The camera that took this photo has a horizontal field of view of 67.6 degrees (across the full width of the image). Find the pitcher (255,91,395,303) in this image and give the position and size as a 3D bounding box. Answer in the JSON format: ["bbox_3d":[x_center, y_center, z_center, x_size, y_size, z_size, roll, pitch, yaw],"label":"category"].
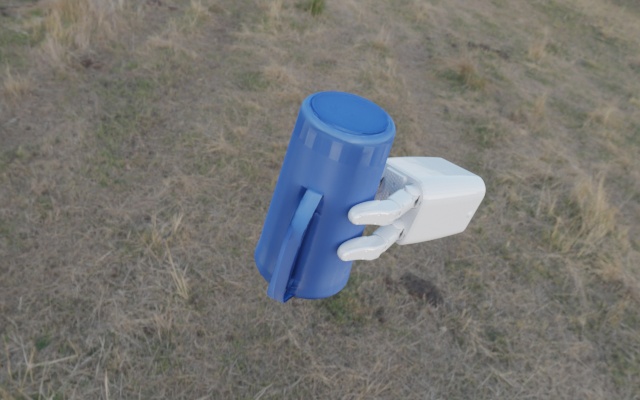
[{"bbox_3d":[0.000,0.002,0.578,0.145,0.243,0.149,-4,42,-26],"label":"pitcher"}]
